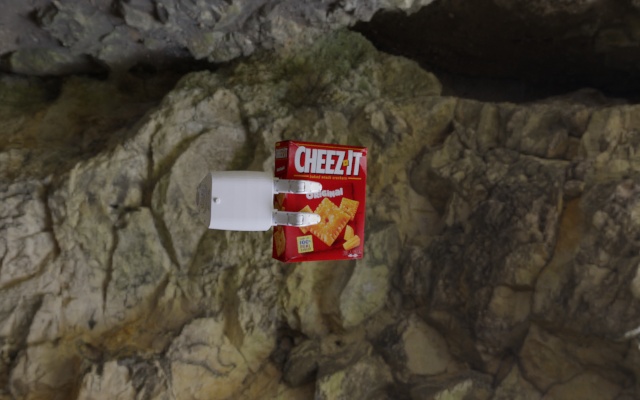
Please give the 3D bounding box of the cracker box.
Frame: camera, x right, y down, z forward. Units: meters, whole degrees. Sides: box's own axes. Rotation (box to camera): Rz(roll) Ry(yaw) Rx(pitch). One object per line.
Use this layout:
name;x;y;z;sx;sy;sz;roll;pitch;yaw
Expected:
cracker box;0.000;0.003;0.877;0.164;0.213;0.072;1;2;-28
